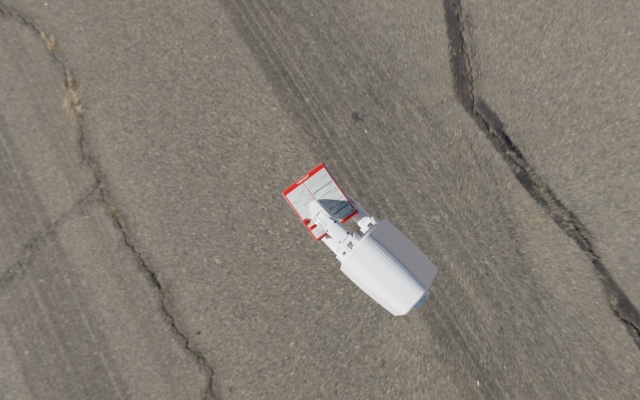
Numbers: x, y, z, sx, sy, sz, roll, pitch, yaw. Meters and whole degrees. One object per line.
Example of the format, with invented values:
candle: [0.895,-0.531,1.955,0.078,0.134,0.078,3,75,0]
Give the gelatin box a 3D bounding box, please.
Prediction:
gelatin box: [0.000,0.002,0.688,0.073,0.089,0.030,-36,-3,9]
